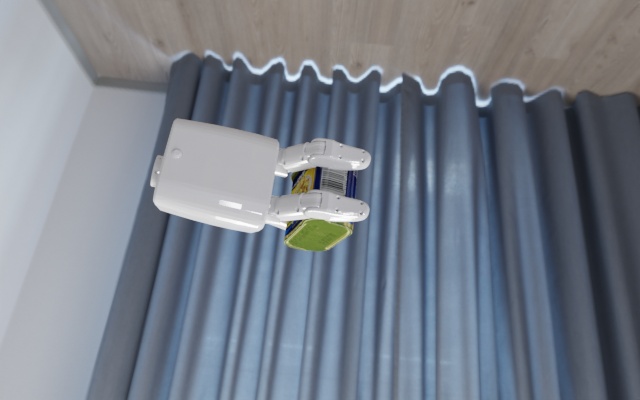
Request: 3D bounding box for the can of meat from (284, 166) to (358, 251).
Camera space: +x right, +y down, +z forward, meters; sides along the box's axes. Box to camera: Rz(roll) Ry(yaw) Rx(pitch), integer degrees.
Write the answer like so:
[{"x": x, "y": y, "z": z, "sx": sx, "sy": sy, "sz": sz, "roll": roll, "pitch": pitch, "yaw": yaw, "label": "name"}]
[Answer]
[{"x": 0.000, "y": 0.002, "z": 0.514, "sx": 0.057, "sy": 0.084, "sz": 0.102, "roll": 15, "pitch": -26, "yaw": -17, "label": "can of meat"}]
